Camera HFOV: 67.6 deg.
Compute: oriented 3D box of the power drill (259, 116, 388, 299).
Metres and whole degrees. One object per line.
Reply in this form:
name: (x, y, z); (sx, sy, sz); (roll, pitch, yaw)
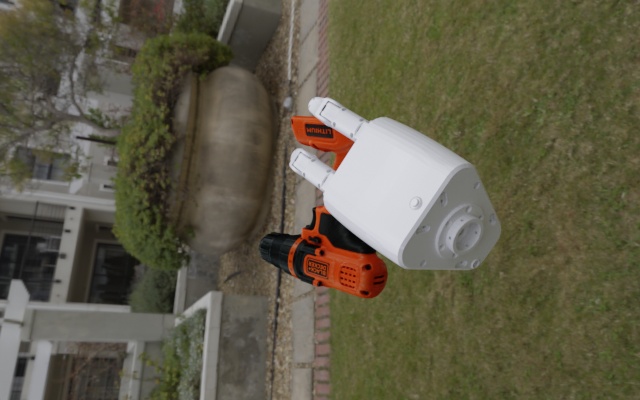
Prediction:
power drill: (0.000, 0.001, 0.535); (0.184, 0.188, 0.057); (10, 11, 42)
